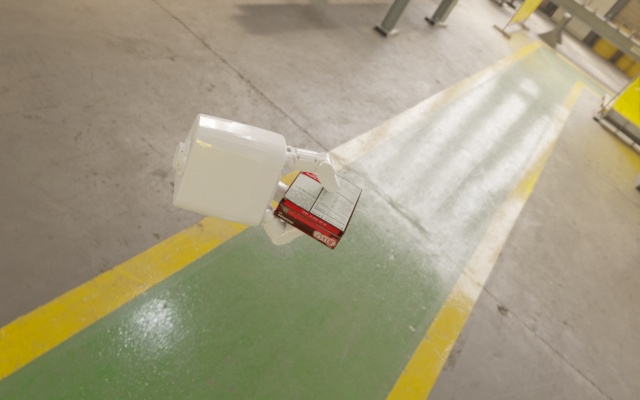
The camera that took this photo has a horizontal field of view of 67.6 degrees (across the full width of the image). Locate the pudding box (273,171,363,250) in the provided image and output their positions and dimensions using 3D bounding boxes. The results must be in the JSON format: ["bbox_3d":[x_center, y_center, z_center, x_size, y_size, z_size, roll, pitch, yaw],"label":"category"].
[{"bbox_3d":[0.000,0.002,0.631,0.090,0.039,0.113,31,37,-1],"label":"pudding box"}]
